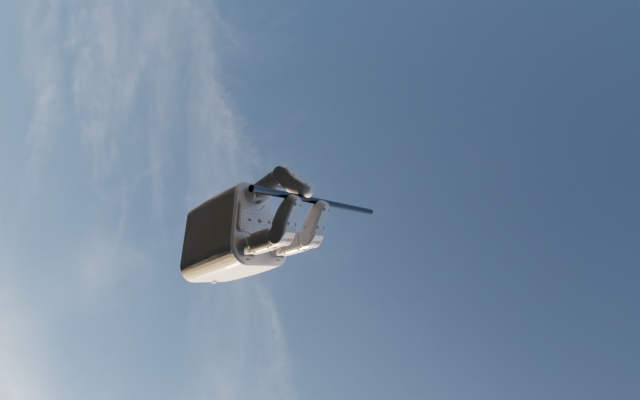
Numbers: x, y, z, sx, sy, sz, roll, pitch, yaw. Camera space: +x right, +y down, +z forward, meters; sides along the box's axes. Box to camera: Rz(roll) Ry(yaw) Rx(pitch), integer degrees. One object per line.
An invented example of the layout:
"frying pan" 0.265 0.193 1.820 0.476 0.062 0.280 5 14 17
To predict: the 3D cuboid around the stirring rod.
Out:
"stirring rod" 0.000 0.002 0.587 0.011 0.011 0.239 0 -7 37
